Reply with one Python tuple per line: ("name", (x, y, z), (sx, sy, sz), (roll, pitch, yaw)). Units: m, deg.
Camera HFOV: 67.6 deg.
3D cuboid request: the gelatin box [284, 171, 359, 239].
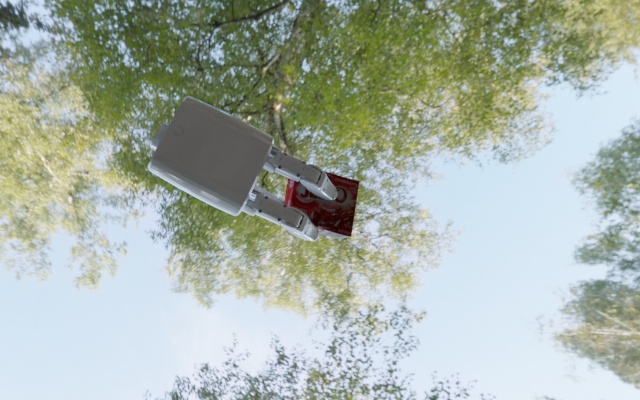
("gelatin box", (0.000, 0.002, 0.588), (0.089, 0.073, 0.030), (15, -15, -23))
